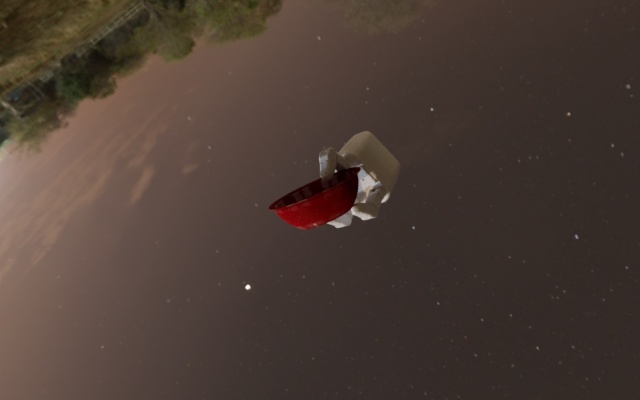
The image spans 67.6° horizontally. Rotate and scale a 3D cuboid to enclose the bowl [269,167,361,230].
[{"bbox_3d":[-0.001,0.003,0.771,0.162,0.055,0.162,-23,9,4],"label":"bowl"}]
